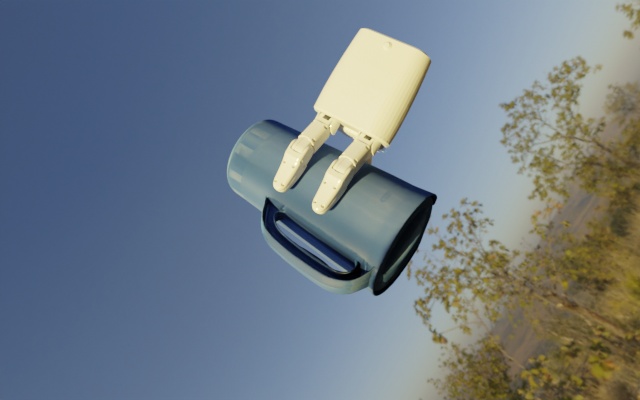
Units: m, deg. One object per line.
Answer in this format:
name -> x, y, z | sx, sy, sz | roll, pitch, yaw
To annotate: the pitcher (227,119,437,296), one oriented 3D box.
pitcher -> 0.000, 0.002, 0.572 | 0.242, 0.145, 0.149 | 31, 3, 23
